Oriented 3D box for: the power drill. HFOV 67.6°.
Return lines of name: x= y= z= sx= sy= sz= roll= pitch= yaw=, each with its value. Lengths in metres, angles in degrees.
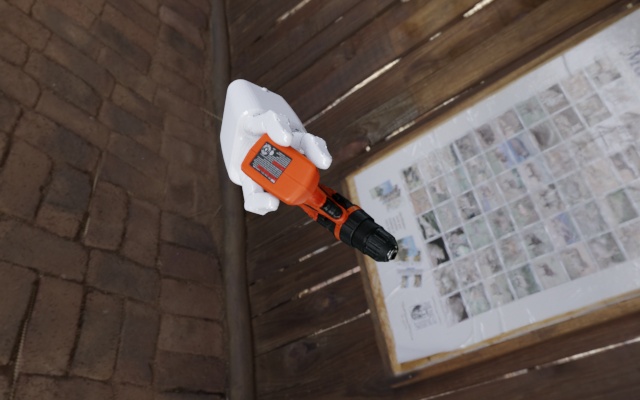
power drill: x=0.000 y=0.002 z=0.593 sx=0.184 sy=0.057 sz=0.188 roll=33 pitch=-4 yaw=35
